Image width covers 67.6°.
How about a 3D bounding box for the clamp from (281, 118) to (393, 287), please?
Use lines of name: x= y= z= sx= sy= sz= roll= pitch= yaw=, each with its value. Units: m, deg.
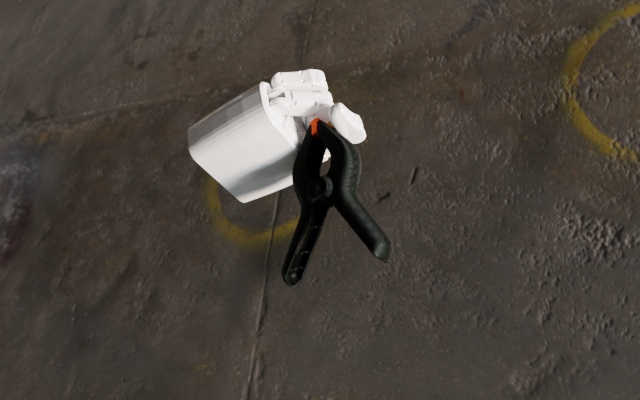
clamp: x=0.000 y=0.001 z=0.476 sx=0.120 sy=0.171 sz=0.039 roll=-25 pitch=-33 yaw=23
